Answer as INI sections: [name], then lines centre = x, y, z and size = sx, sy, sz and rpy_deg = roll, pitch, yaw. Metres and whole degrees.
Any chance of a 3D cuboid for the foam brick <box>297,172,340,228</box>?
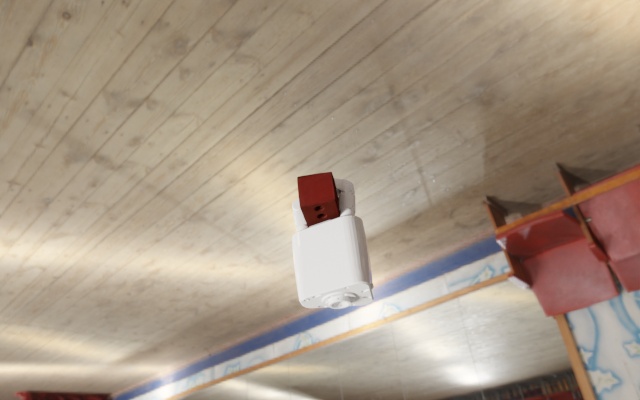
[foam brick]
centre = 0.000, 0.002, 0.704
size = 0.053, 0.051, 0.078
rpy_deg = -10, -32, 6
